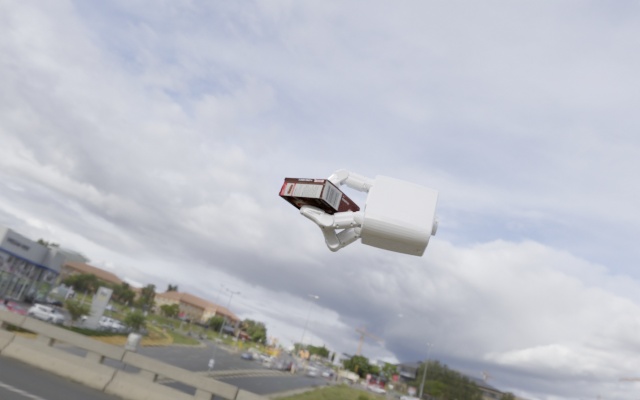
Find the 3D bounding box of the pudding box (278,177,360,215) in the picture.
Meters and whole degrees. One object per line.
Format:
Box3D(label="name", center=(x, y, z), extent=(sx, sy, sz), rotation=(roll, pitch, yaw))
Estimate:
Box3D(label="pudding box", center=(0.000, 0.002, 0.789), extent=(0.090, 0.039, 0.113), rotation=(4, -25, 36))
